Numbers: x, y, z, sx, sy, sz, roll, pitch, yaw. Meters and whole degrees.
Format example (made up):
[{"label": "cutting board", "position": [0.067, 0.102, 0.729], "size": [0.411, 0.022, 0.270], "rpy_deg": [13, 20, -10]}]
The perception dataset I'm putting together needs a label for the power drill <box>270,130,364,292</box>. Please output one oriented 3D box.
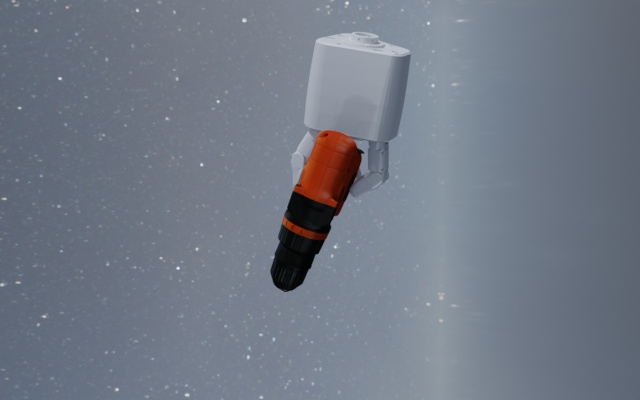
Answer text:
[{"label": "power drill", "position": [0.000, 0.002, 0.577], "size": [0.057, 0.184, 0.187], "rpy_deg": [23, 14, 2]}]
